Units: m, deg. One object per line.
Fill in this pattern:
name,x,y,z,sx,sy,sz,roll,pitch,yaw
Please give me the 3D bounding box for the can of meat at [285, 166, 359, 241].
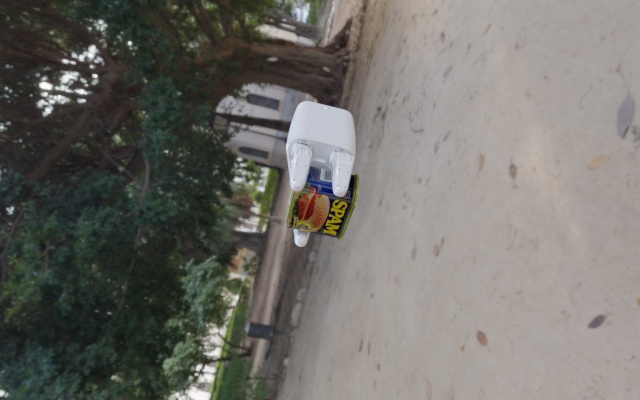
can of meat,0.000,0.002,0.661,0.084,0.057,0.102,12,-46,-6
